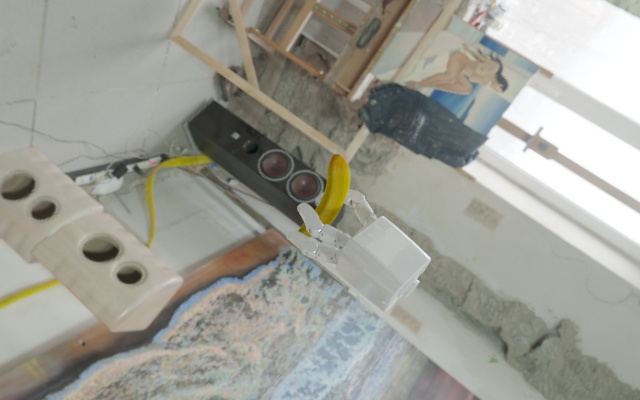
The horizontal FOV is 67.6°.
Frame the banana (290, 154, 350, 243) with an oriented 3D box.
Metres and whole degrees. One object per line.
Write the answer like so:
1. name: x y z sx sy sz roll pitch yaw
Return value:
1. banana: 0.011 0.001 0.783 0.069 0.198 0.037 -19 57 -45
